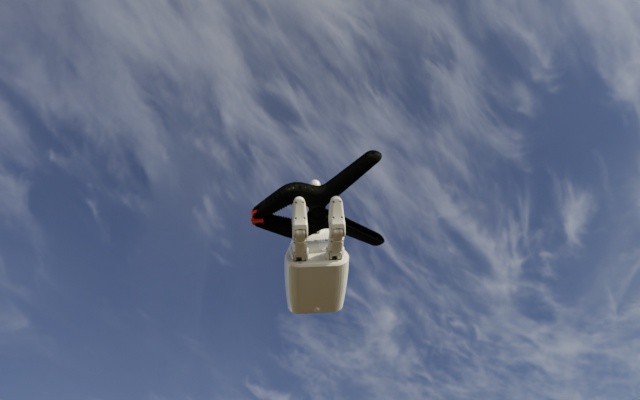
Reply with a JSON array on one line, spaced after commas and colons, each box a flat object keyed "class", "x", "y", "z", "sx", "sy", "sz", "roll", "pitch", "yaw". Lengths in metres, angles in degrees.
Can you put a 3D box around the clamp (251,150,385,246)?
[{"class": "clamp", "x": -0.001, "y": 0.002, "z": 0.723, "sx": 0.210, "sy": 0.165, "sz": 0.036, "roll": -2, "pitch": 29, "yaw": -6}]
